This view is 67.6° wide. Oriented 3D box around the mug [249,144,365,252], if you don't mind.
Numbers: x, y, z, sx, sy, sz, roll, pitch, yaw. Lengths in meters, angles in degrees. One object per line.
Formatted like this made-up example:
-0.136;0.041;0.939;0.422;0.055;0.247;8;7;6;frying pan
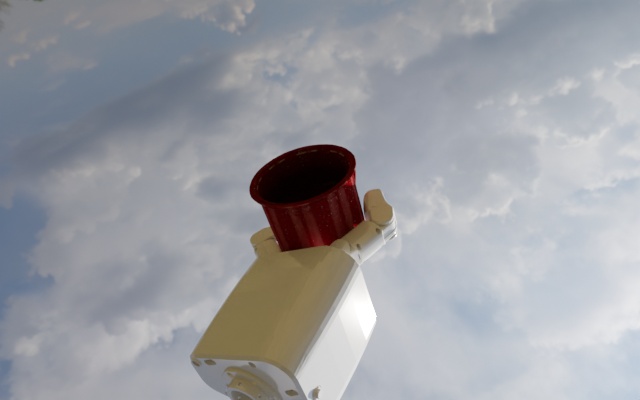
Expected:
0.001;0.001;0.431;0.093;0.081;0.117;5;40;31;mug
